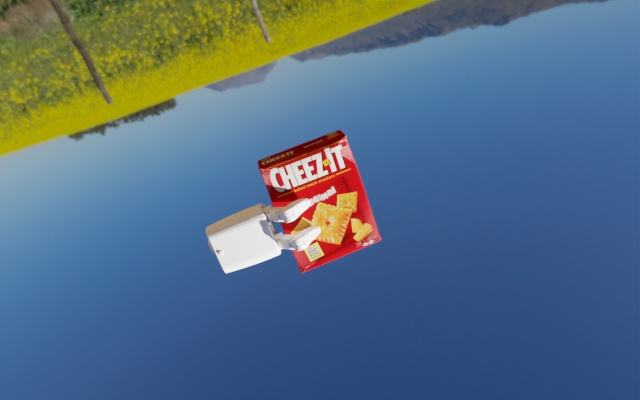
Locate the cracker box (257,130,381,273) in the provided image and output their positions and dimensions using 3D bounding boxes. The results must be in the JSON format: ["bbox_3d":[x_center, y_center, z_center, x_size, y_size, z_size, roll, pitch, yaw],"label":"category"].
[{"bbox_3d":[0.000,0.003,0.869,0.164,0.214,0.072,-21,19,-3],"label":"cracker box"}]
